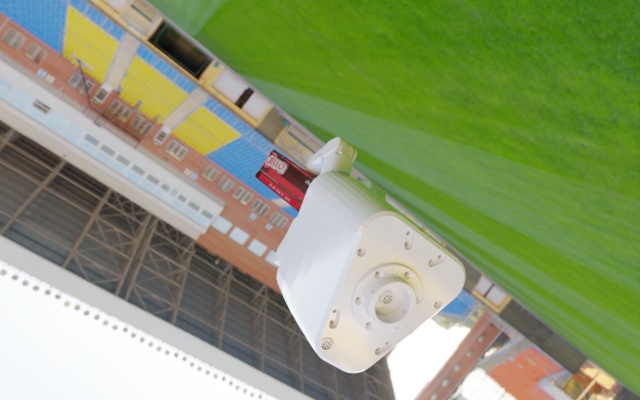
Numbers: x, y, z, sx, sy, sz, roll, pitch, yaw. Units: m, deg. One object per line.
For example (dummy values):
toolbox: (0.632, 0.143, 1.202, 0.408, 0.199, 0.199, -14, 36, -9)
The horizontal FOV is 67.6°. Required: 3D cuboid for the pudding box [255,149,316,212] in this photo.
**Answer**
pudding box: (0.000, 0.002, 0.481, 0.090, 0.039, 0.113, 38, 2, 39)
